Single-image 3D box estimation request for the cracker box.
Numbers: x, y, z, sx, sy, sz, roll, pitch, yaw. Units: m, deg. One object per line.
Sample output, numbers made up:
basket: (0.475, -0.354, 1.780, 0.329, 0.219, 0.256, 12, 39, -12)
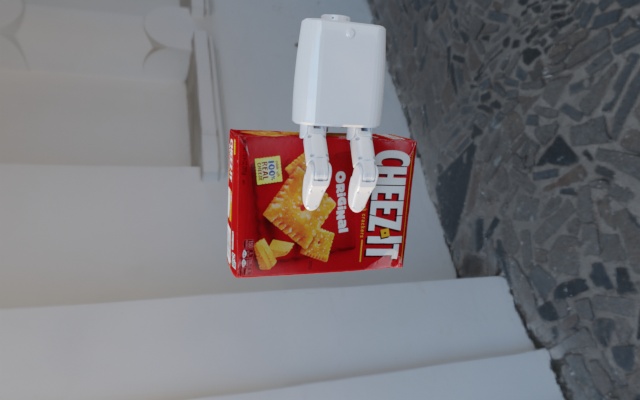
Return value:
cracker box: (0.000, 0.002, 0.570, 0.214, 0.164, 0.072, -1, 14, -19)
